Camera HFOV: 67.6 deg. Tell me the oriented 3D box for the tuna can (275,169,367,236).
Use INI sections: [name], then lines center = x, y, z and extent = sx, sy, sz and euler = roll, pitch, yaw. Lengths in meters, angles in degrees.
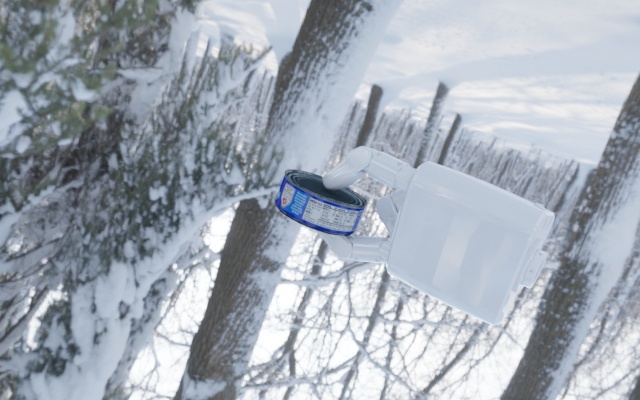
[tuna can]
center = 0.000, 0.002, 0.467
extent = 0.086, 0.034, 0.086
euler = 20, 14, -5
